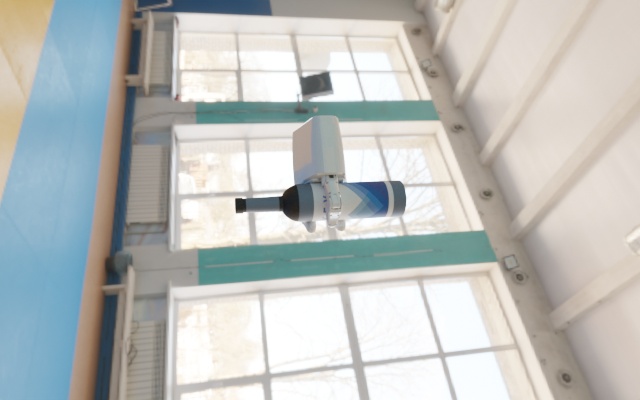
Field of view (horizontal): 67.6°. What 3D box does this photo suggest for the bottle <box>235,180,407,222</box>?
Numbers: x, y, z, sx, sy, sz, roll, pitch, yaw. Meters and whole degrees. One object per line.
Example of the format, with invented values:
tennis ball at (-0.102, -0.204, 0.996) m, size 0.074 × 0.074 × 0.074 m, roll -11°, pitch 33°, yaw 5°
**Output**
bottle at (0.000, 0.003, 0.834) m, size 0.296 × 0.069 × 0.069 m, roll -3°, pitch 0°, yaw -13°
